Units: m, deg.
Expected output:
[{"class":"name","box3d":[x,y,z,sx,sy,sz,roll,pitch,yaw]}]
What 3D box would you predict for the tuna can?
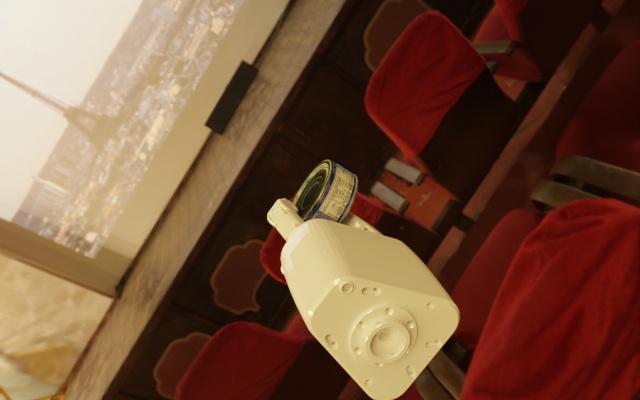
[{"class":"tuna can","box3d":[0.000,0.001,0.490,0.034,0.086,0.086,31,-10,-17]}]
